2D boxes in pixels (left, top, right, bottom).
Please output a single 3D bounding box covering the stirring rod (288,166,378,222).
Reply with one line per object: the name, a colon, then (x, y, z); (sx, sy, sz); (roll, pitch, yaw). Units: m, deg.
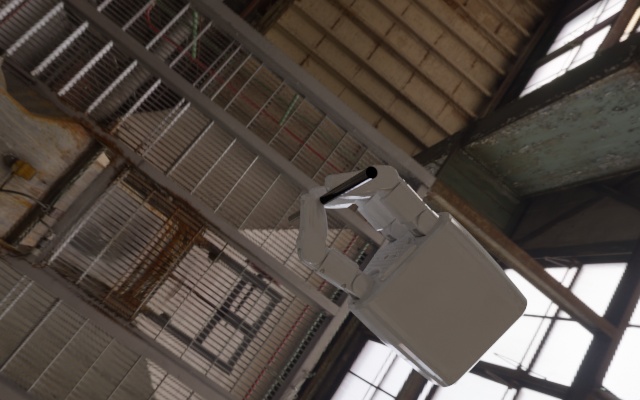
stirring rod: (0.000, 0.001, 0.412); (0.011, 0.011, 0.239); (0, -9, -16)
